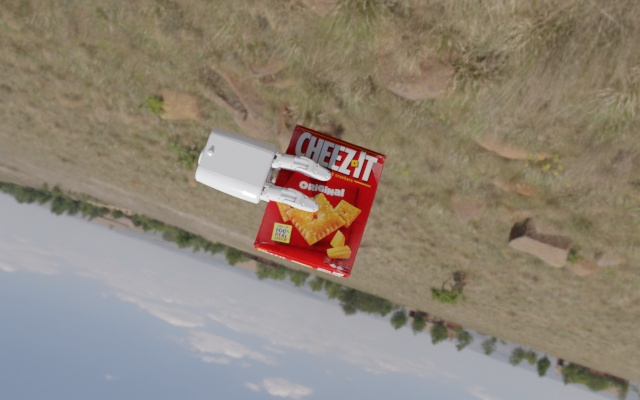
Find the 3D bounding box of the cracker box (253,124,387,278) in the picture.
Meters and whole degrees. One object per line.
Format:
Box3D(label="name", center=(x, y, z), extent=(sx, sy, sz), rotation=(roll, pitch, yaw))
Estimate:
Box3D(label="cracker box", center=(0.000, 0.003, 0.794), extent=(0.164, 0.213, 0.072), rotation=(19, -10, -3))
